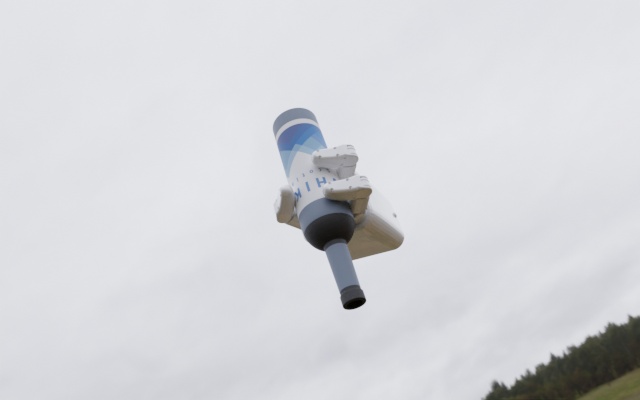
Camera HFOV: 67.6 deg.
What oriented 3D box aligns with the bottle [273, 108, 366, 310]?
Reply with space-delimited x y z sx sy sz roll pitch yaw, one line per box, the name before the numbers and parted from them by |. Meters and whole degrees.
bottle | 0.000 0.002 0.613 0.069 0.295 0.069 -12 -37 -9
